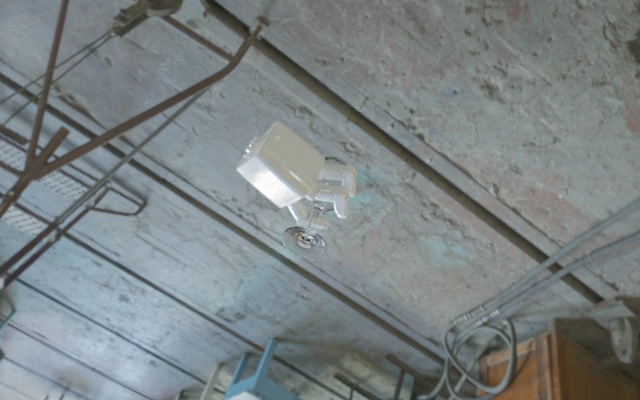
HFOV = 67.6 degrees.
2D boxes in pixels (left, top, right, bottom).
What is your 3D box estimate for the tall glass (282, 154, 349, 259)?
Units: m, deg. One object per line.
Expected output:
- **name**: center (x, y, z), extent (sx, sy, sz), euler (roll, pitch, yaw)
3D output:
- **tall glass**: center (0.000, 0.003, 0.830), extent (0.079, 0.079, 0.201), euler (0, 41, 21)
